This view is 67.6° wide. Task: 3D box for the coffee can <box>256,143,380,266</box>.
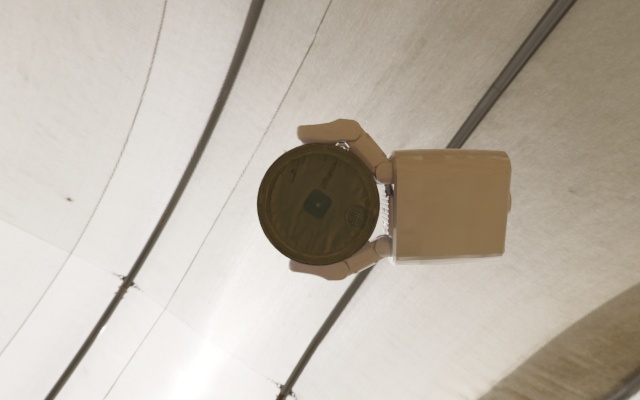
[{"bbox_3d":[0.000,0.002,0.463,0.103,0.103,0.140,0,2,2],"label":"coffee can"}]
